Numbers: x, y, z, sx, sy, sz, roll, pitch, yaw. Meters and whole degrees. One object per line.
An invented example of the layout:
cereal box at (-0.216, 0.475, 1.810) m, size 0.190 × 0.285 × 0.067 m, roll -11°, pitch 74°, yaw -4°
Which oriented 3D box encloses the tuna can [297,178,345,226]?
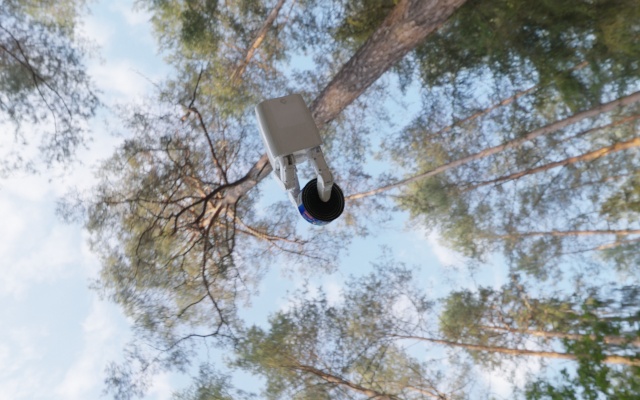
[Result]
tuna can at (0.000, 0.003, 0.885) m, size 0.086 × 0.086 × 0.034 m, roll 0°, pitch -19°, yaw -23°
